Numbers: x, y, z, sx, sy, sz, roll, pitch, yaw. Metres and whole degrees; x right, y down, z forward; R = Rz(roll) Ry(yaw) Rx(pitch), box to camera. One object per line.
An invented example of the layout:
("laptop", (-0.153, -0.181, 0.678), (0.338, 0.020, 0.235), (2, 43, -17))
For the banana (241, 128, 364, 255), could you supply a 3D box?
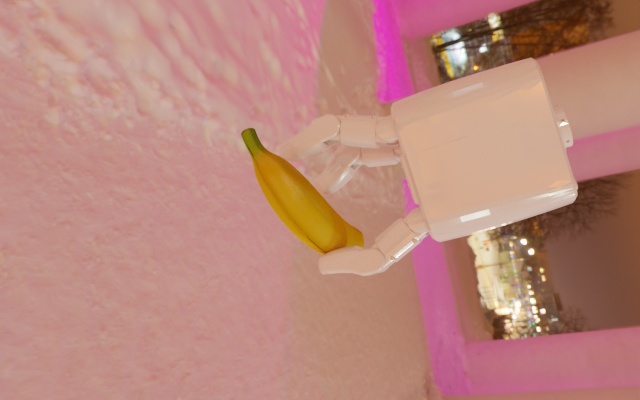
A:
("banana", (0.000, 0.014, 0.420), (0.037, 0.069, 0.198), (-22, -40, 18))
